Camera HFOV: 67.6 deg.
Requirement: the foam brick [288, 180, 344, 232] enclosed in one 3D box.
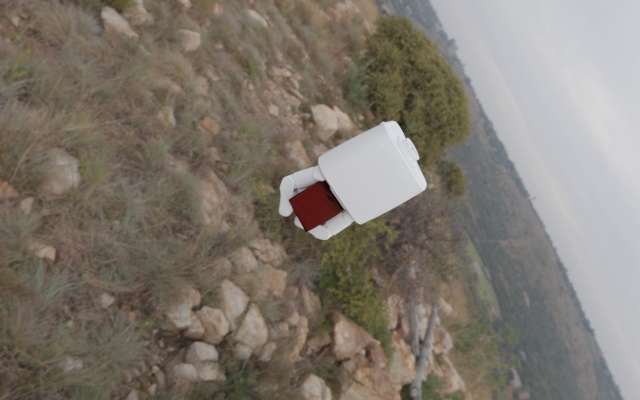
[{"bbox_3d":[0.000,0.002,0.672,0.051,0.053,0.078,-30,1,22],"label":"foam brick"}]
